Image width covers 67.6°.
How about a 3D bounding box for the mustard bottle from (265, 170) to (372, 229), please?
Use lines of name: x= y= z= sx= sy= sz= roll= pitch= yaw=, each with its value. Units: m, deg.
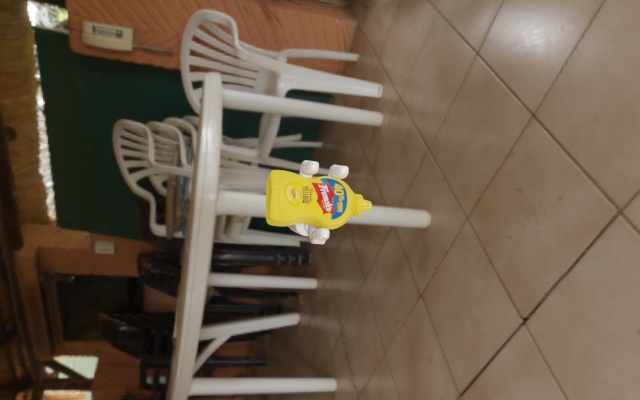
mustard bottle: x=0.000 y=0.003 z=0.856 sx=0.191 sy=0.096 sz=0.058 roll=6 pitch=-25 yaw=-17
